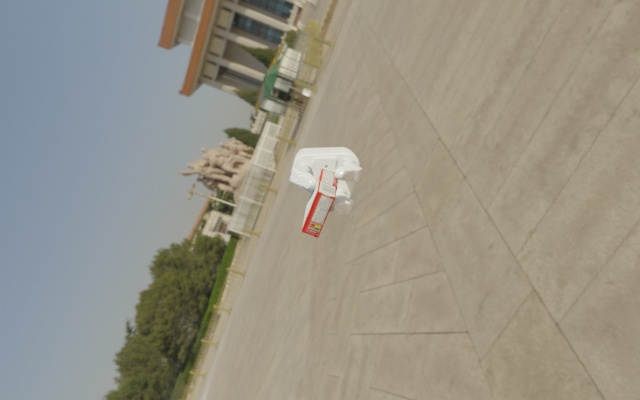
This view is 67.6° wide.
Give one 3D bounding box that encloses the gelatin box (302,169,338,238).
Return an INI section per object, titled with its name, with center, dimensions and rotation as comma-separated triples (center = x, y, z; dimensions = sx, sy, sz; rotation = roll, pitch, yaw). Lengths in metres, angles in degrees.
[gelatin box]
center = 0.000, 0.002, 0.726
dimensions = 0.030, 0.073, 0.089
rotation = 20, 26, -5
